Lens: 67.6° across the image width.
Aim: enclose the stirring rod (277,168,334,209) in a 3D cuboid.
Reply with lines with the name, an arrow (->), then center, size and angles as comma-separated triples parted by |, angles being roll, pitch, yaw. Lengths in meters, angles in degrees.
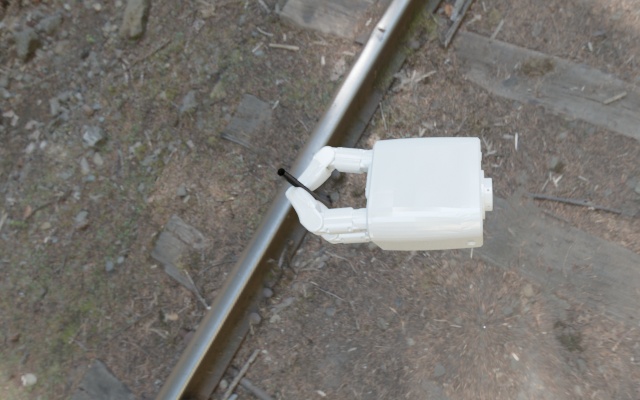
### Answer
stirring rod -> 0.000, 0.002, 0.570 | 0.011, 0.011, 0.239 | 0, -14, 19
